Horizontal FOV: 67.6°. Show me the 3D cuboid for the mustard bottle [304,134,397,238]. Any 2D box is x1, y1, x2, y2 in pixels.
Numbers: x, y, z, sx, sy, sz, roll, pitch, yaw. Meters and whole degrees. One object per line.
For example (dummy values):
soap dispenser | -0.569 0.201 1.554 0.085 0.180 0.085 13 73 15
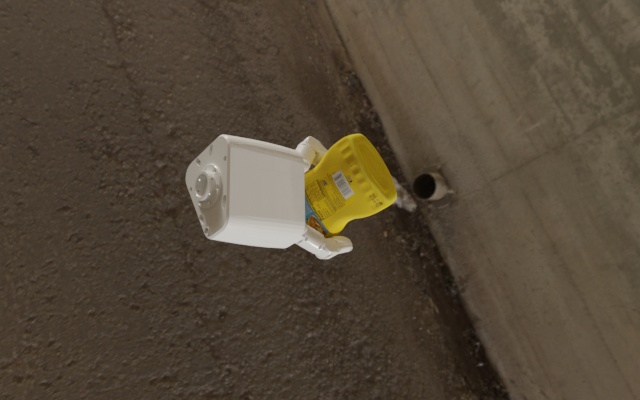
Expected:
mustard bottle | 0.000 0.002 0.615 0.192 0.096 0.058 -33 -6 37
